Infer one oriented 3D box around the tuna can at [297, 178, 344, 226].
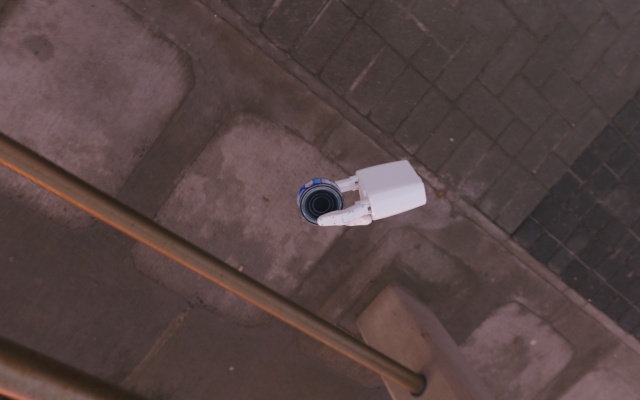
[{"bbox_3d":[0.000,0.003,0.885,0.086,0.086,0.033,0,22,-7],"label":"tuna can"}]
